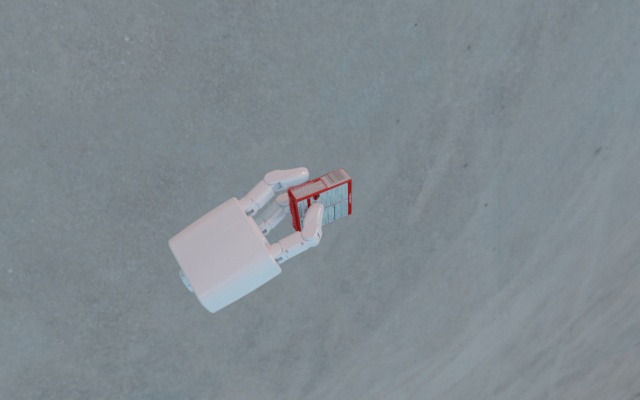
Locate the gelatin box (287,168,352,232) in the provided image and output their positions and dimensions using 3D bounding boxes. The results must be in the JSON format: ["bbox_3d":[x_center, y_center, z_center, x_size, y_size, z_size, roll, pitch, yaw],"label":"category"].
[{"bbox_3d":[0.001,0.002,0.672,0.089,0.073,0.030,-22,49,-16],"label":"gelatin box"}]
